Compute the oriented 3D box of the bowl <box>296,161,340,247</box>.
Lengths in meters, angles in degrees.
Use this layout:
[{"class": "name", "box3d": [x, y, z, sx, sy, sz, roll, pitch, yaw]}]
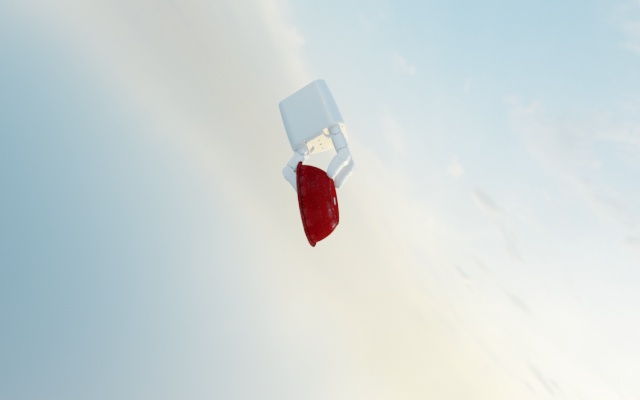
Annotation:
[{"class": "bowl", "box3d": [0.001, 0.004, 0.880, 0.055, 0.162, 0.162, -8, -1, 8]}]
